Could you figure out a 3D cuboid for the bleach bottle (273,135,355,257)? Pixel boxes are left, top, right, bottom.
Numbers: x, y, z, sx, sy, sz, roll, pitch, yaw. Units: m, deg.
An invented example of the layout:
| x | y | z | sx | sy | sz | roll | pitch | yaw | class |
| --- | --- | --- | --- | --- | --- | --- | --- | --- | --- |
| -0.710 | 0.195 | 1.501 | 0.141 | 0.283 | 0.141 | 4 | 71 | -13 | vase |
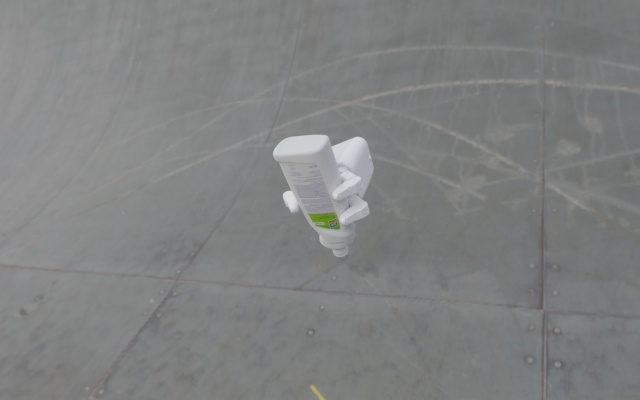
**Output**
| x | y | z | sx | sy | sz | roll | pitch | yaw | class |
| --- | --- | --- | --- | --- | --- | --- | --- | --- | --- |
| 0.000 | 0.003 | 0.889 | 0.102 | 0.251 | 0.068 | -1 | 36 | 26 | bleach bottle |
